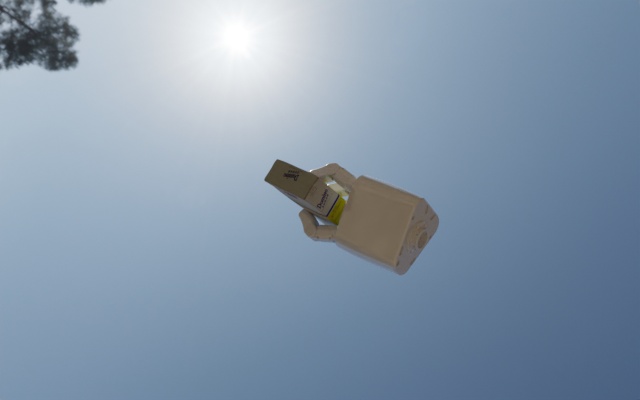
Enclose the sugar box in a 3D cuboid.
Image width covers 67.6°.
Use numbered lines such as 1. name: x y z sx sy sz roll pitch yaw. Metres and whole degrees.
1. sugar box: 0.001 0.002 0.751 0.093 0.048 0.176 25 -11 39
